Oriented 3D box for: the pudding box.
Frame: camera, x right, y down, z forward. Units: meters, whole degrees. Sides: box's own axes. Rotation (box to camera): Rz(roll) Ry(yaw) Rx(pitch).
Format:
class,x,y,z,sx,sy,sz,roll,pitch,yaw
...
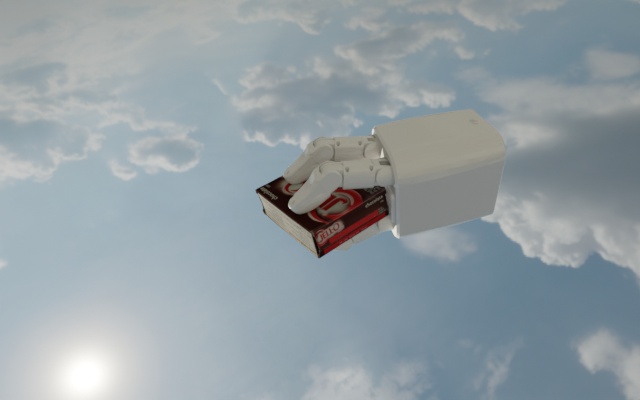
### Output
class,x,y,z,sx,sy,sz,roll,pitch,yaw
pudding box,0.000,0.002,0.491,0.090,0.039,0.113,-29,35,-24
